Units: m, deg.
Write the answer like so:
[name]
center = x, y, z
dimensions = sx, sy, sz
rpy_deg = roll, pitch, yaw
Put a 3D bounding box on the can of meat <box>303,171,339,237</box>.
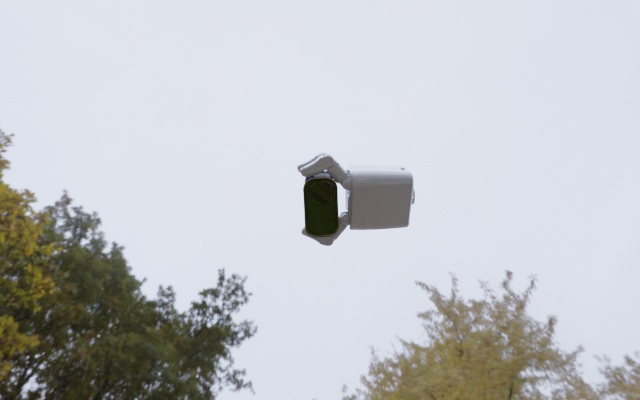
[can of meat]
center = 0.000, 0.003, 0.831
dimensions = 0.057, 0.102, 0.084
rpy_deg = -3, 14, -1
